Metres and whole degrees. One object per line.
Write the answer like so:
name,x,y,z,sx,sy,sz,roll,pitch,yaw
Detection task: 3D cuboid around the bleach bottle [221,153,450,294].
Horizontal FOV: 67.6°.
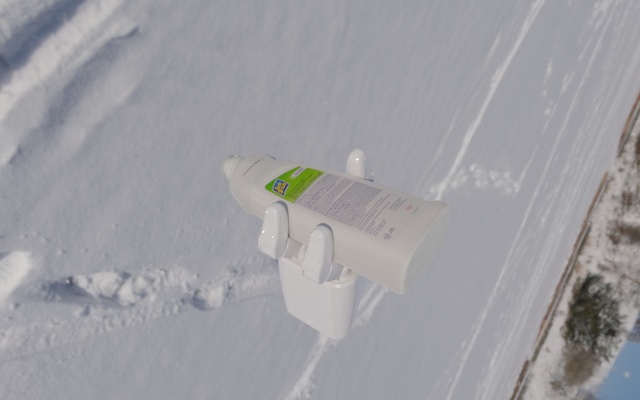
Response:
bleach bottle,0.000,0.002,0.512,0.250,0.068,0.102,25,47,26
